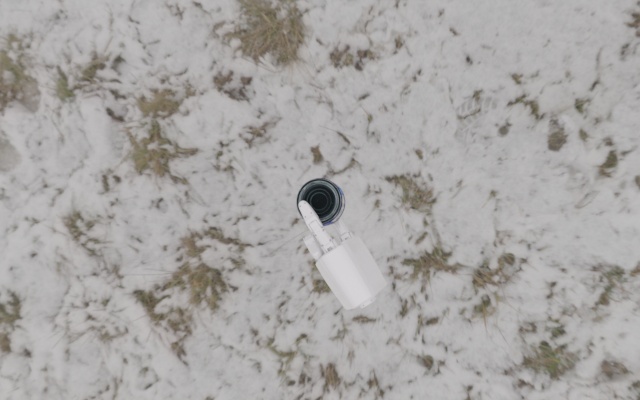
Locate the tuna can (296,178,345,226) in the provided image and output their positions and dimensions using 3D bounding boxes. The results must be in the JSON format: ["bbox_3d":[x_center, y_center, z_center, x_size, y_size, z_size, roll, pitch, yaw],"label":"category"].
[{"bbox_3d":[0.000,0.003,0.863,0.086,0.086,0.034,0,-6,13],"label":"tuna can"}]
